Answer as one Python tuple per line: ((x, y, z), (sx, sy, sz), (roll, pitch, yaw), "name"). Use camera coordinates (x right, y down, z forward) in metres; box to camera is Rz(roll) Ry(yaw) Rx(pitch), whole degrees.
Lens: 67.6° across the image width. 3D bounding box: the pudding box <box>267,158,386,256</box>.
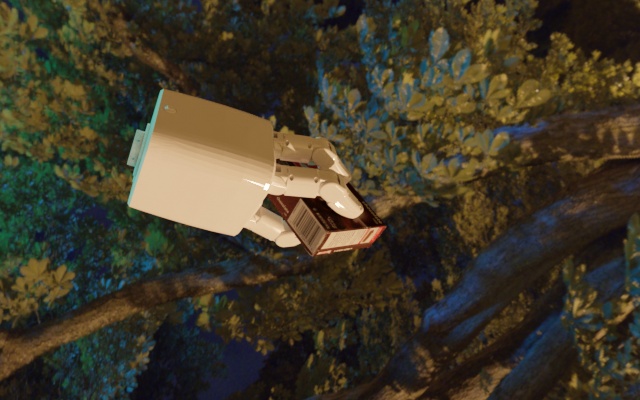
((0.000, 0.002, 0.492), (0.090, 0.113, 0.039), (-3, -42, -45), "pudding box")
